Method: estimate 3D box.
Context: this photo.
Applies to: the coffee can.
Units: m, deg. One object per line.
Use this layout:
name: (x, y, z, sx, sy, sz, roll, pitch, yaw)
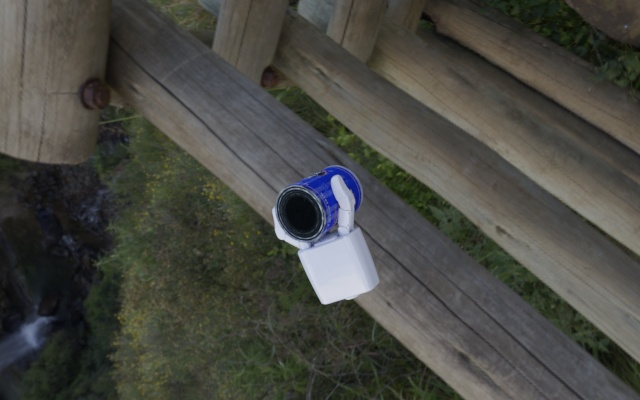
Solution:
coffee can: (0.000, 0.003, 0.857, 0.103, 0.103, 0.140, 0, 17, 33)
